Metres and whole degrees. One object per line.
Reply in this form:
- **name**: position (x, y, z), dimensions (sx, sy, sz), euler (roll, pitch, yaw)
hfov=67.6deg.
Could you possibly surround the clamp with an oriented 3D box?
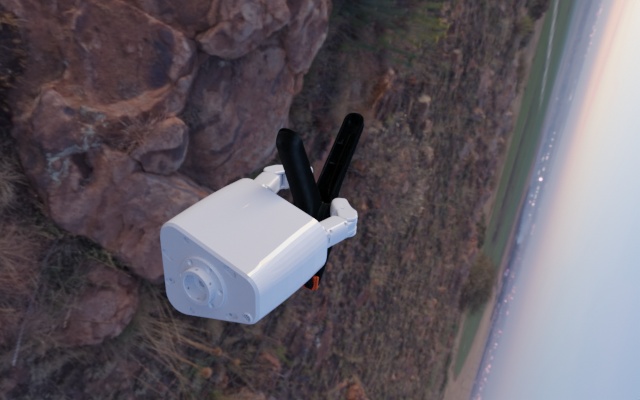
- **clamp**: position (0.001, 0.003, 0.542), dimensions (0.036, 0.210, 0.164), euler (18, 29, 26)
